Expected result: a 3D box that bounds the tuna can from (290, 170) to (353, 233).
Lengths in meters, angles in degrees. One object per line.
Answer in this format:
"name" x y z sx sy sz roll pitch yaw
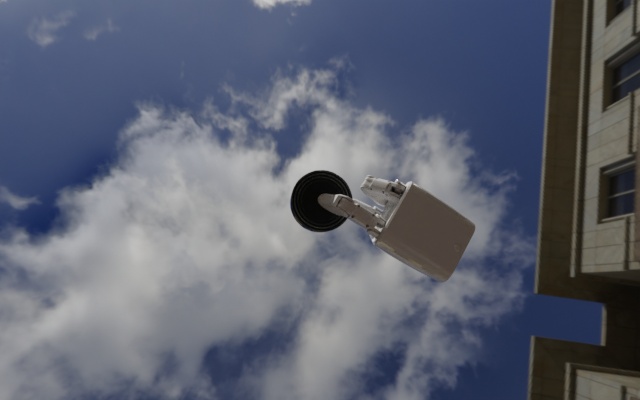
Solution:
"tuna can" 0.000 0.002 0.671 0.086 0.086 0.034 0 -7 -7
